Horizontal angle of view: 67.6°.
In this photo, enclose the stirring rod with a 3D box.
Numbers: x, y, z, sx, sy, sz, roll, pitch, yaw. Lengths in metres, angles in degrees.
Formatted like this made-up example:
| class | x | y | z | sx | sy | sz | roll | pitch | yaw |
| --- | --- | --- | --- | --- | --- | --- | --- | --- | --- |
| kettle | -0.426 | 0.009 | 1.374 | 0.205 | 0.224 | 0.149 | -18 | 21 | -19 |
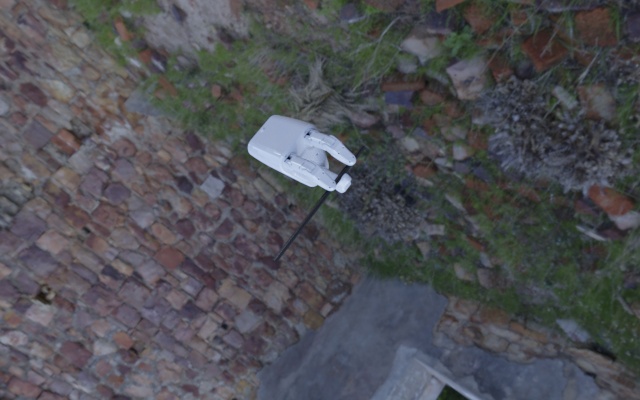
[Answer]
| class | x | y | z | sx | sy | sz | roll | pitch | yaw |
| --- | --- | --- | --- | --- | --- | --- | --- | --- | --- |
| stirring rod | 0.000 | 0.002 | 0.773 | 0.011 | 0.239 | 0.011 | 36 | -12 | 9 |
